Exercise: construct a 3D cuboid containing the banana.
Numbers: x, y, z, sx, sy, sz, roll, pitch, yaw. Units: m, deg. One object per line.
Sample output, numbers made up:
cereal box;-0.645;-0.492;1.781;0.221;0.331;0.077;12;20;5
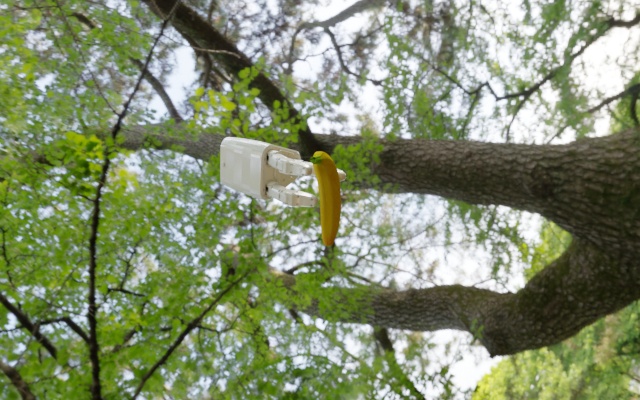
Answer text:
banana;0.009;-0.011;0.812;0.037;0.198;0.069;14;46;28
